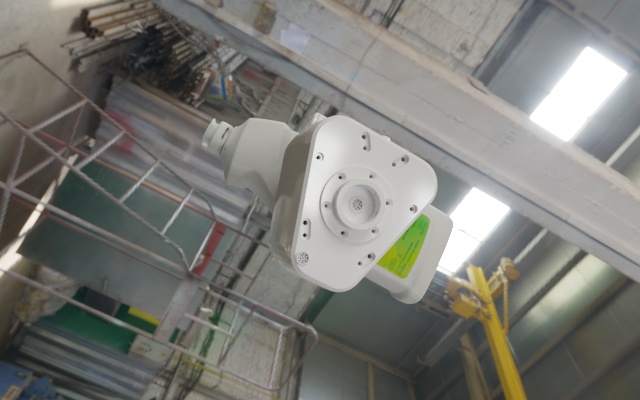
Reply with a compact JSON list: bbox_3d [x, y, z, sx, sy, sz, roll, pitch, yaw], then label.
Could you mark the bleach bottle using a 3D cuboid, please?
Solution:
[{"bbox_3d":[0.000,0.001,0.464,0.251,0.102,0.068,28,-6,-10],"label":"bleach bottle"}]
